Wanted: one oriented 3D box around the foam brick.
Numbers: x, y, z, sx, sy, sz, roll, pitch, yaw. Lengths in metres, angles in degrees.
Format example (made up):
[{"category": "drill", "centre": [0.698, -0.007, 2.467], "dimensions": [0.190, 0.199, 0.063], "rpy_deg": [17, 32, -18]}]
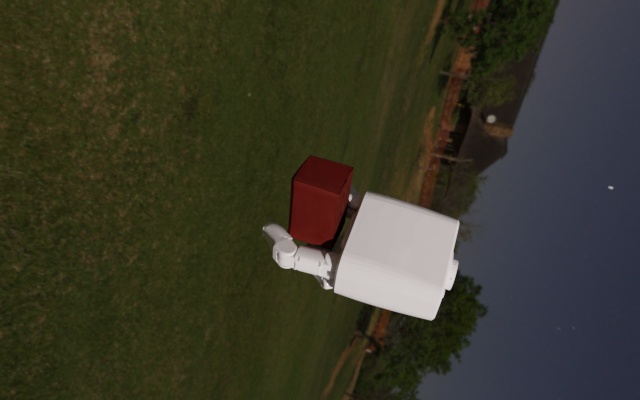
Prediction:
[{"category": "foam brick", "centre": [0.000, 0.001, 0.501], "dimensions": [0.051, 0.078, 0.053], "rpy_deg": [17, 39, 12]}]
